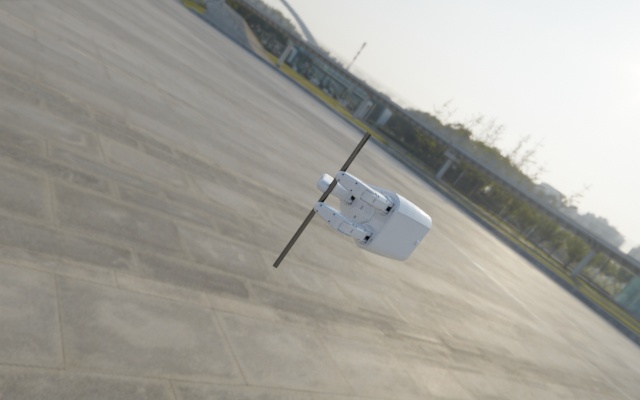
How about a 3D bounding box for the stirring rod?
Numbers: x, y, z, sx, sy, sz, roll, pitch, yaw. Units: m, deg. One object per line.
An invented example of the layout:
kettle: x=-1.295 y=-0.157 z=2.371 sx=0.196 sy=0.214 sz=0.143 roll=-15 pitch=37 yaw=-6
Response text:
stirring rod: x=0.000 y=0.002 z=0.692 sx=0.011 sy=0.239 sz=0.011 roll=34 pitch=11 yaw=-7
